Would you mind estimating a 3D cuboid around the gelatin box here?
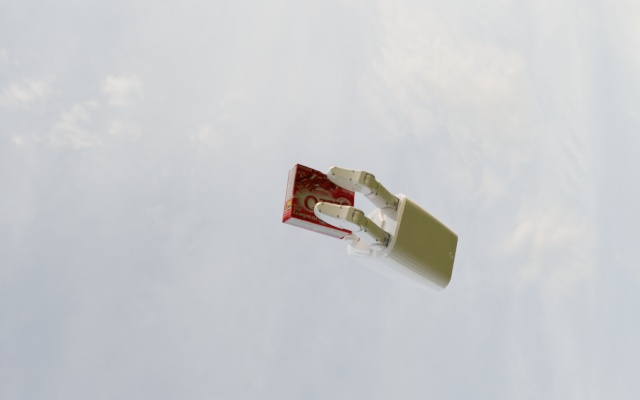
[{"bbox_3d":[0.000,0.002,0.603,0.089,0.073,0.030,17,-26,-23],"label":"gelatin box"}]
